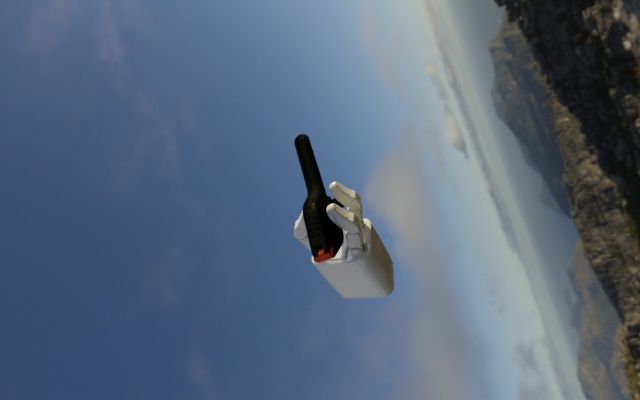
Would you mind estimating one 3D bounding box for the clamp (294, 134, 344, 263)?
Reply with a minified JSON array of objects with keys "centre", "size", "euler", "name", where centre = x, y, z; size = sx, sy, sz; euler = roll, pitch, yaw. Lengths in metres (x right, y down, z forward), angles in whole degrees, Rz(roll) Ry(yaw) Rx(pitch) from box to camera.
[{"centre":[-0.001,0.003,0.748],"size":[0.036,0.165,0.209],"euler":[-23,34,22],"name":"clamp"}]
